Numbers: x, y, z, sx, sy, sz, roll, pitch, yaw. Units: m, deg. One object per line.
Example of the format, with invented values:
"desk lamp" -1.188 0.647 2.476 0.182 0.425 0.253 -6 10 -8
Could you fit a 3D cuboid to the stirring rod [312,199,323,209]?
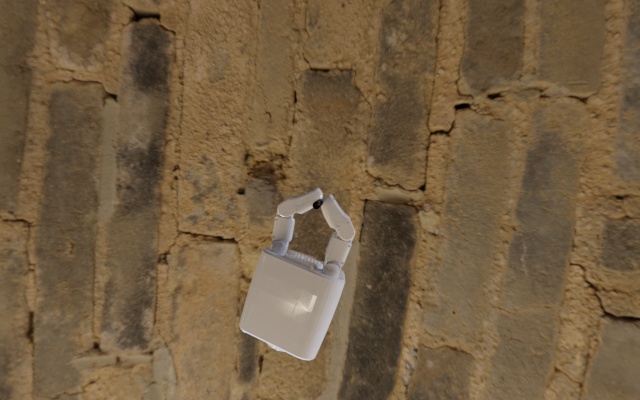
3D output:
"stirring rod" 0.000 0.002 0.603 0.011 0.011 0.239 0 1 2
